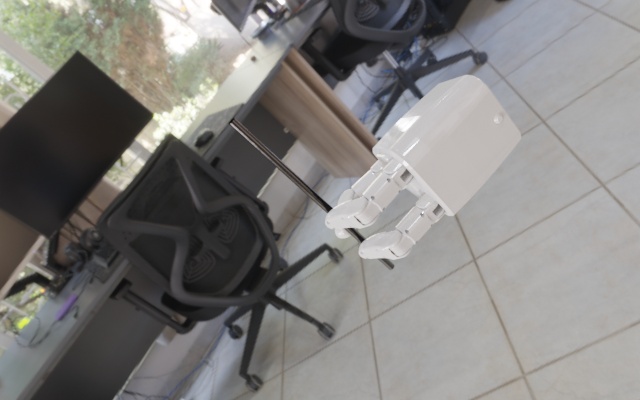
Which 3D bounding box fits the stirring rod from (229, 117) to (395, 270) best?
[{"bbox_3d":[0.000,0.002,0.480,0.240,0.011,0.011,42,-22,-26],"label":"stirring rod"}]
